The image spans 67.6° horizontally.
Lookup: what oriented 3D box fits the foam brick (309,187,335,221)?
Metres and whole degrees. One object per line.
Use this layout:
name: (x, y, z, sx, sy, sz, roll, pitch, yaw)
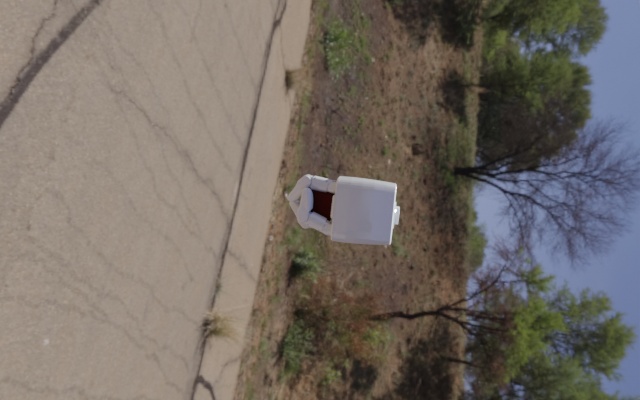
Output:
foam brick: (0.000, 0.003, 0.888, 0.051, 0.053, 0.078, 5, 13, 7)
